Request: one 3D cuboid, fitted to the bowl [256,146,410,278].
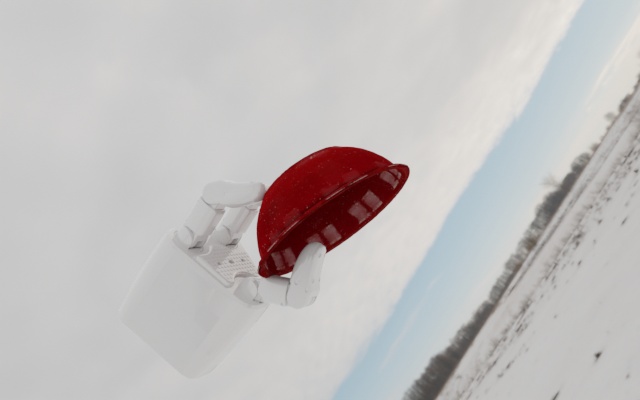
[{"bbox_3d":[0.001,0.000,0.430,0.162,0.055,0.162,-32,-17,-11],"label":"bowl"}]
